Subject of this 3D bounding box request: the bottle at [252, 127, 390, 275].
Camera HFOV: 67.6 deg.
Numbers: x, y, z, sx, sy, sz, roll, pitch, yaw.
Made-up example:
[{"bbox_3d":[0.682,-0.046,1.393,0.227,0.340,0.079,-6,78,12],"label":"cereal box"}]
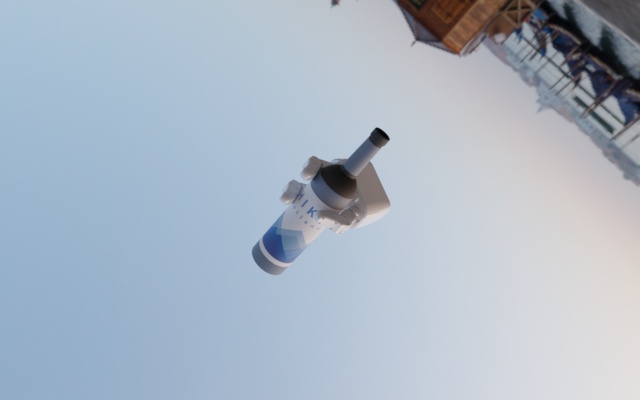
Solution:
[{"bbox_3d":[0.000,0.003,0.742,0.296,0.069,0.069,-48,-26,27],"label":"bottle"}]
